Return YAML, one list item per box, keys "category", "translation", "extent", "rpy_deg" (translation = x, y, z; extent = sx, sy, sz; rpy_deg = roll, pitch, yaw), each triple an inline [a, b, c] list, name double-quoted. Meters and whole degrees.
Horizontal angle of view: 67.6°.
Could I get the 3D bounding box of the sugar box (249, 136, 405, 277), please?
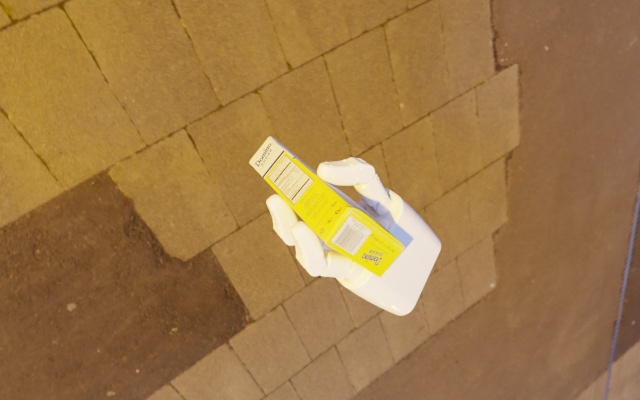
- category: "sugar box"
  translation: [0.000, 0.002, 0.497]
  extent: [0.093, 0.048, 0.176]
  rpy_deg: [37, 2, -41]
